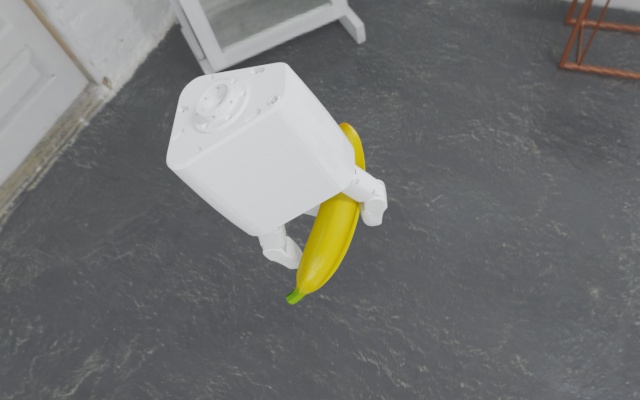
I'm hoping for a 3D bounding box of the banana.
[{"bbox_3d":[0.011,0.004,0.462,0.037,0.197,0.069,31,-21,-34],"label":"banana"}]
